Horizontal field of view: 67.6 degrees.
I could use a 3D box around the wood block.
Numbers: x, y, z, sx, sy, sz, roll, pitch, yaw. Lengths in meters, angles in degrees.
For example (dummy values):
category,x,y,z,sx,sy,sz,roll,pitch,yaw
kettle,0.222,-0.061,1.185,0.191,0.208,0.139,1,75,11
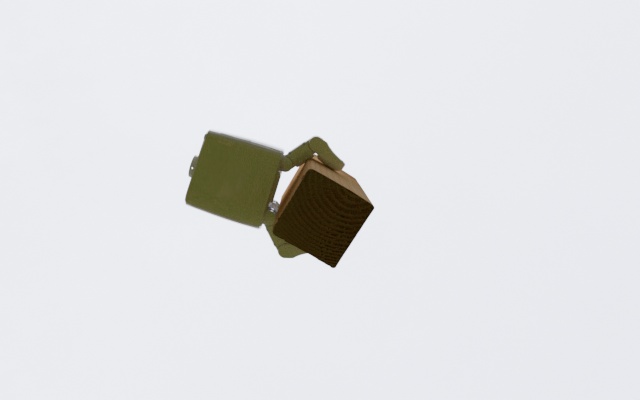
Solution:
category,x,y,z,sx,sy,sz,roll,pitch,yaw
wood block,0.000,0.002,0.646,0.090,0.091,0.206,30,9,-7
